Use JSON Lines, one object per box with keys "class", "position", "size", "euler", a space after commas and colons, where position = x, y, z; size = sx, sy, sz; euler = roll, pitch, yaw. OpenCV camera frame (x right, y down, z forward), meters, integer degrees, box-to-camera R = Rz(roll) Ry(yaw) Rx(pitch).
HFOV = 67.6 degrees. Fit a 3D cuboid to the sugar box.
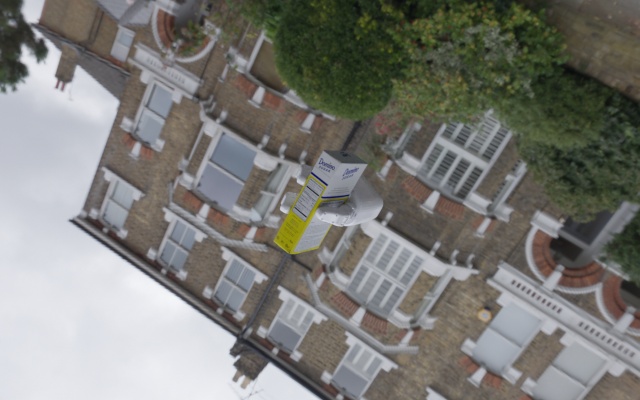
{"class": "sugar box", "position": [0.000, 0.002, 0.776], "size": [0.048, 0.176, 0.093], "euler": [36, 19, 24]}
